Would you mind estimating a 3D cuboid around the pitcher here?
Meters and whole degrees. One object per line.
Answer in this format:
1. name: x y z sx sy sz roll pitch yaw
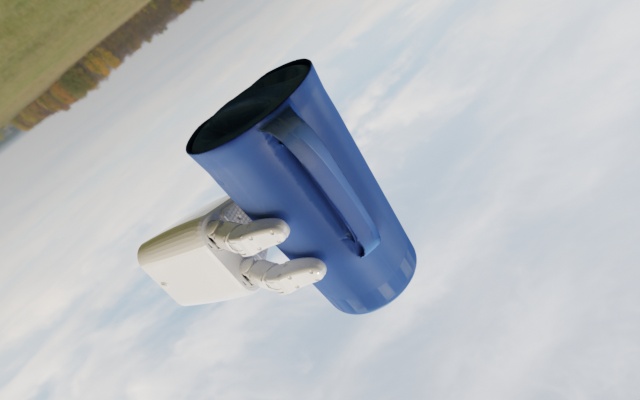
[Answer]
1. pitcher: 0.000 0.002 0.456 0.145 0.243 0.149 -20 32 30
